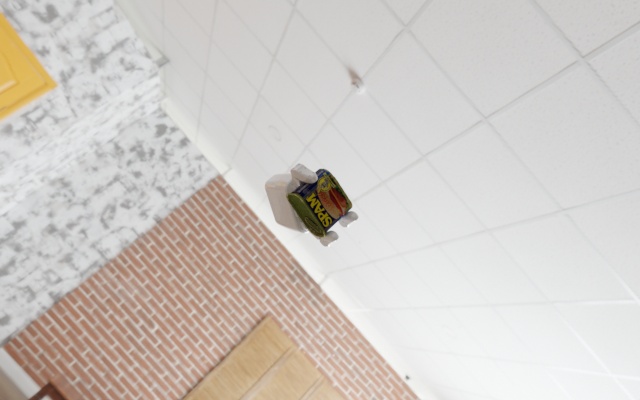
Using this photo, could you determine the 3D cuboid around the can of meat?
[{"bbox_3d":[0.000,0.003,0.888,0.084,0.102,0.057,-42,22,-22],"label":"can of meat"}]
